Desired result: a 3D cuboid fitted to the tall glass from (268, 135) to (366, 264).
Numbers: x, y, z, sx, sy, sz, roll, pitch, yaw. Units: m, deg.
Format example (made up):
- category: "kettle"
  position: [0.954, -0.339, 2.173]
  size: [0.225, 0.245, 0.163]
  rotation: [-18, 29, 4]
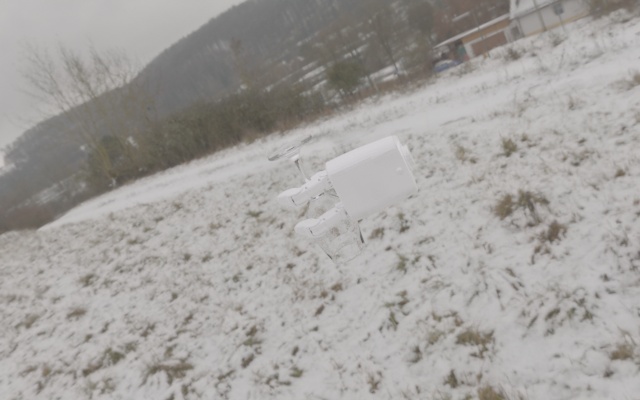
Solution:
- category: "tall glass"
  position: [0.000, 0.002, 0.748]
  size: [0.079, 0.201, 0.079]
  rotation: [-26, 19, 9]
